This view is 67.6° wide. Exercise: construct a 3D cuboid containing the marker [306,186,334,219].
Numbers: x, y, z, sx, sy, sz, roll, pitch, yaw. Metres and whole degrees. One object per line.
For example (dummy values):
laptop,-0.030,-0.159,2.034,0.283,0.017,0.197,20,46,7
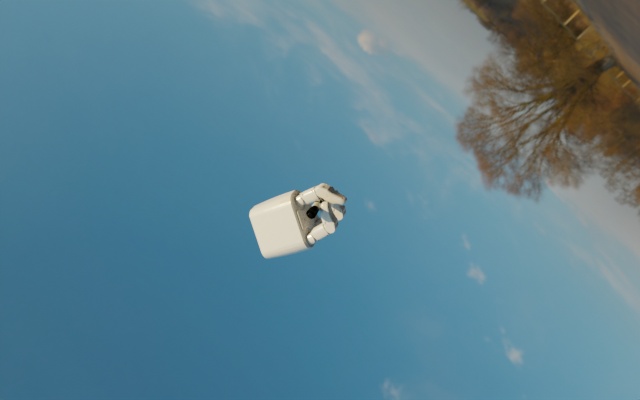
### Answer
marker,0.000,0.003,0.898,0.020,0.020,0.121,0,24,20
